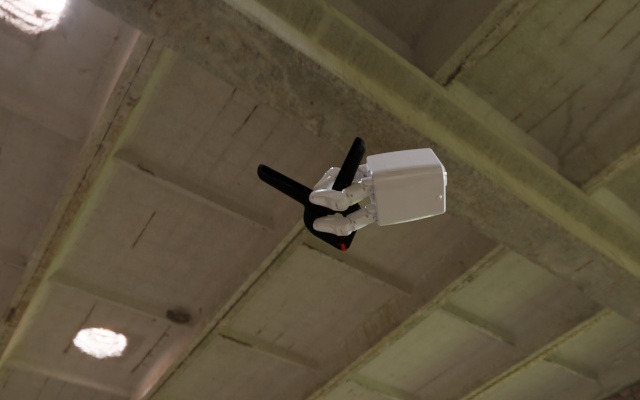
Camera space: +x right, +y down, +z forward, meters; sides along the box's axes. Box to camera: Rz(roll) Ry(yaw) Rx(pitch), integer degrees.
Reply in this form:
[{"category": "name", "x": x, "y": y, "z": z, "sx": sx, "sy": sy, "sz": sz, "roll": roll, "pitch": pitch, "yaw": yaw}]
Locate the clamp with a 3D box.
[{"category": "clamp", "x": 0.000, "y": 0.002, "z": 0.755, "sx": 0.164, "sy": 0.210, "sz": 0.036, "roll": -9, "pitch": 40, "yaw": 5}]
